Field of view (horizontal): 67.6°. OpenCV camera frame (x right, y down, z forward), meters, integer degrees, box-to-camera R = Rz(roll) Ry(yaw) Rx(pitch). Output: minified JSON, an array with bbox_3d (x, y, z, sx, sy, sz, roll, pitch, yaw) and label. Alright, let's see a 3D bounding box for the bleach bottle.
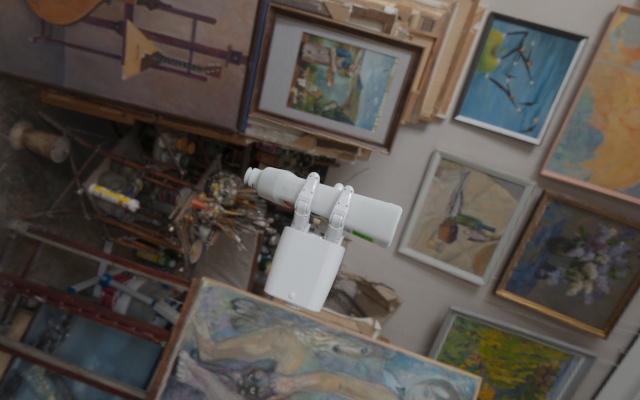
[{"bbox_3d":[0.000,0.002,0.761,0.251,0.068,0.102,20,-7,9],"label":"bleach bottle"}]
